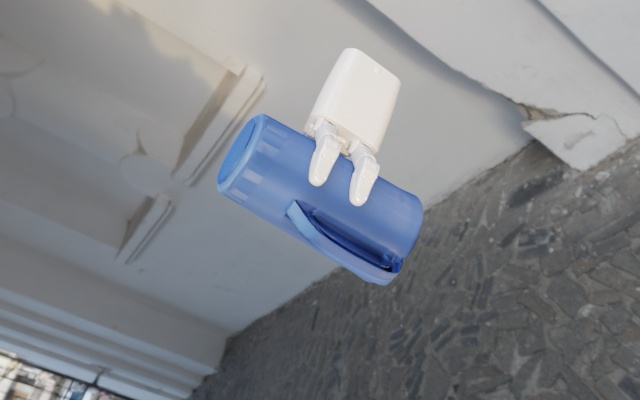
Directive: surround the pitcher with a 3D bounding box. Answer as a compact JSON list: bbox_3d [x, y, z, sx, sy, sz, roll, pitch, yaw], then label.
[{"bbox_3d":[0.000,0.002,0.594,0.243,0.145,0.149,29,-18,-21],"label":"pitcher"}]
